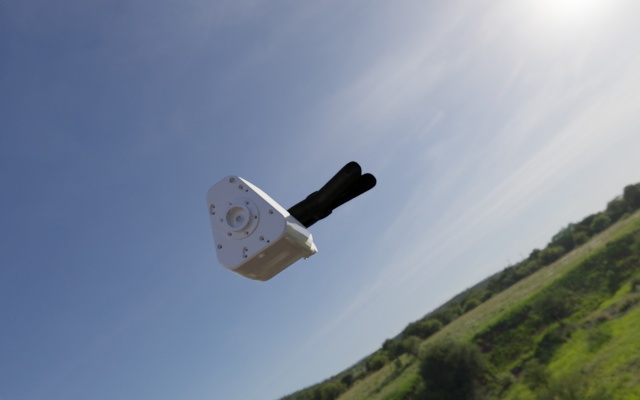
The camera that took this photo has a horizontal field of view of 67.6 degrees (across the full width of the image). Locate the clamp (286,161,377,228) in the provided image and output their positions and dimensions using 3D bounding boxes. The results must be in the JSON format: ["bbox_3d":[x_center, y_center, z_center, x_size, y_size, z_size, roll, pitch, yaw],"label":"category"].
[{"bbox_3d":[0.000,0.002,0.661,0.171,0.039,0.120,-34,-20,2],"label":"clamp"}]
